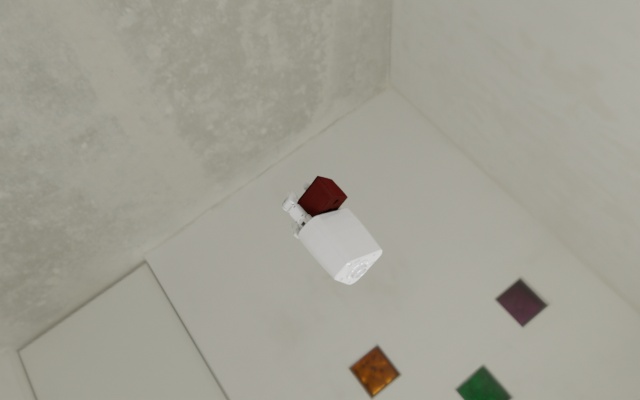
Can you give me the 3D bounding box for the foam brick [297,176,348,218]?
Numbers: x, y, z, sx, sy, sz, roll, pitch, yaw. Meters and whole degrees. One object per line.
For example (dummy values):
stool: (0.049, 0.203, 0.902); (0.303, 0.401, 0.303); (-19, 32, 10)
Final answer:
foam brick: (0.000, 0.003, 0.864); (0.051, 0.078, 0.053); (49, 22, 26)
